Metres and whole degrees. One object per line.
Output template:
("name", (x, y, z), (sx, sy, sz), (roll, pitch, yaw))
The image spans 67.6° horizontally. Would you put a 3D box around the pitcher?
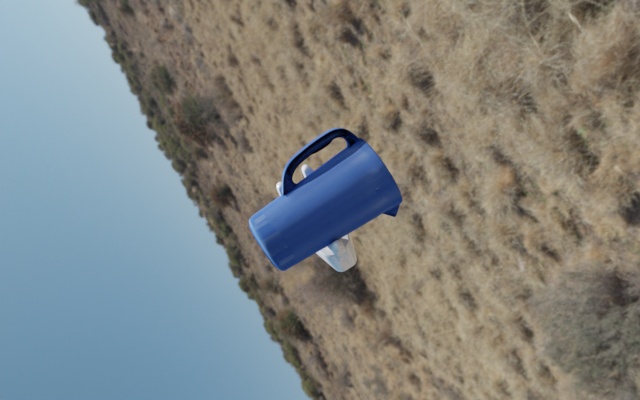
("pitcher", (0.000, 0.003, 0.805), (0.243, 0.149, 0.145), (-33, -28, -3))
